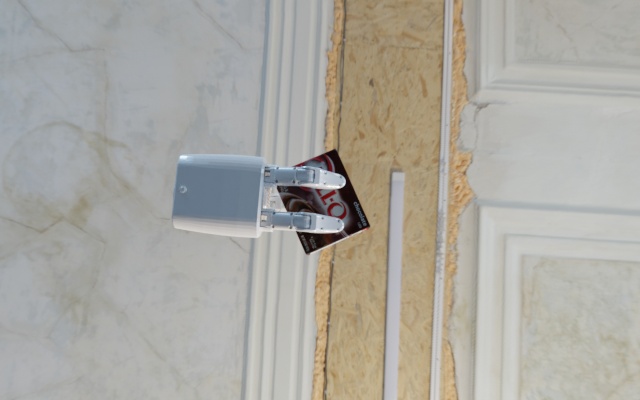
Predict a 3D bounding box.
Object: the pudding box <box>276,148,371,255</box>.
[{"bbox_3d":[0.000,0.002,0.613,0.090,0.113,0.039,-24,-4,-5],"label":"pudding box"}]
